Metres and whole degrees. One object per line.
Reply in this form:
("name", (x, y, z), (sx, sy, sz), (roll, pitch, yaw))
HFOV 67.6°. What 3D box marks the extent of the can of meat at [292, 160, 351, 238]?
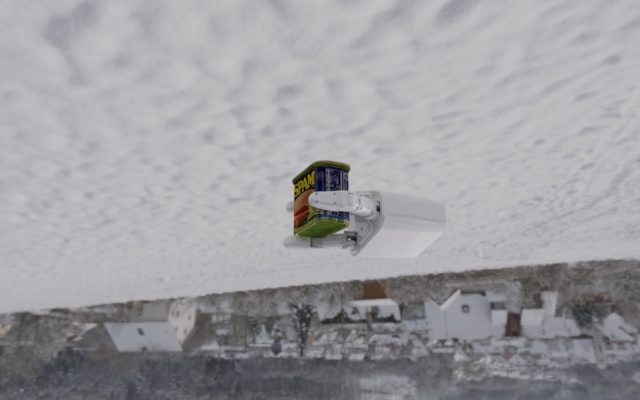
("can of meat", (0.000, 0.002, 0.664), (0.057, 0.084, 0.102), (8, -20, -25))
